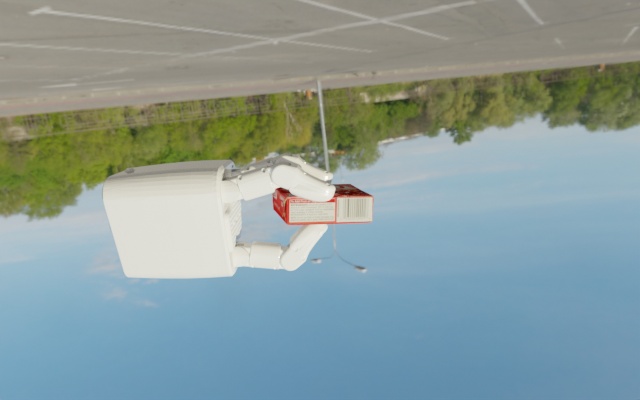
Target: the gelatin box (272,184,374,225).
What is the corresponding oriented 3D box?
[{"bbox_3d":[0.000,0.002,0.485,0.089,0.030,0.073,-1,11,-14],"label":"gelatin box"}]
